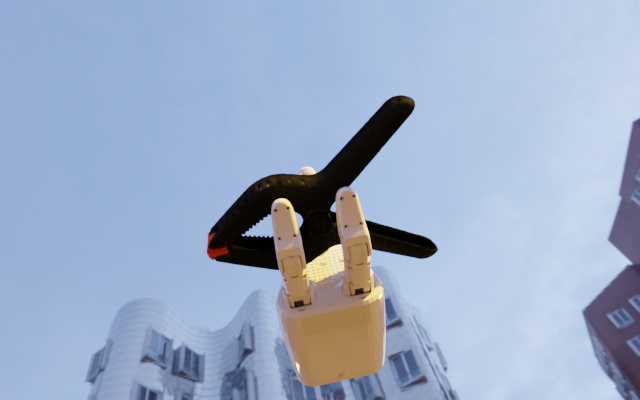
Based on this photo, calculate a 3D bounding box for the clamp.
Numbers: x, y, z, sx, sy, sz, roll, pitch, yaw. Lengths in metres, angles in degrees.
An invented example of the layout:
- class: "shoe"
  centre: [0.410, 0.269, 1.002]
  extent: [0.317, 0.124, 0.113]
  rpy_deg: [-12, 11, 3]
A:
- class: "clamp"
  centre: [-0.001, 0.001, 0.419]
  extent: [0.210, 0.165, 0.036]
  rpy_deg: [-11, 30, -4]
